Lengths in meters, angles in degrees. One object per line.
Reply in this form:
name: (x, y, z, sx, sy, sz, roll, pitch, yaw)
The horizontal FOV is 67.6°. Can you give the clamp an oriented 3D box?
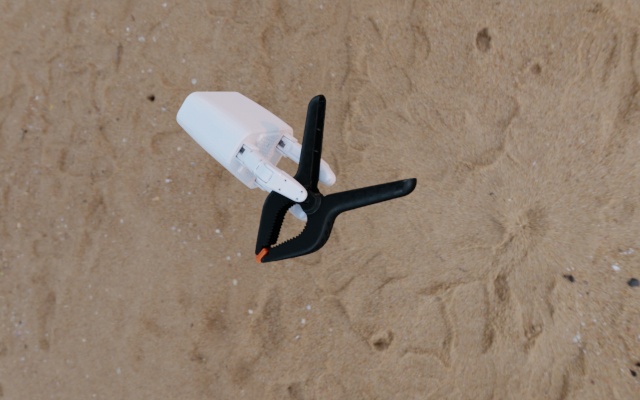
clamp: (-0.001, 0.002, 0.565, 0.164, 0.210, 0.036, 38, 12, 21)
